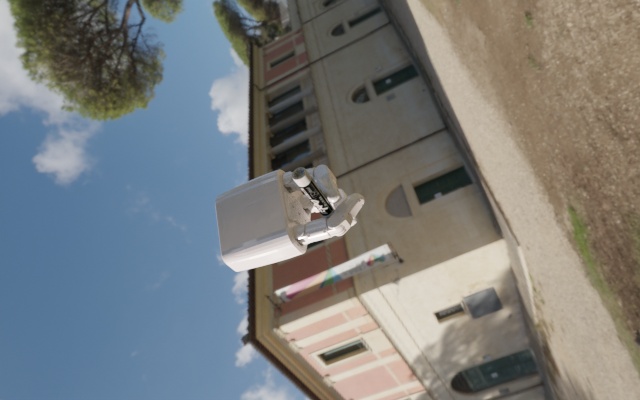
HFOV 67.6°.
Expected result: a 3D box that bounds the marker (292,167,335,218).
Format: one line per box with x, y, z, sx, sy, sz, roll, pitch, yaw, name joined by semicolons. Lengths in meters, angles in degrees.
0.000;0.002;0.596;0.020;0.020;0.121;0;-34;30;marker
